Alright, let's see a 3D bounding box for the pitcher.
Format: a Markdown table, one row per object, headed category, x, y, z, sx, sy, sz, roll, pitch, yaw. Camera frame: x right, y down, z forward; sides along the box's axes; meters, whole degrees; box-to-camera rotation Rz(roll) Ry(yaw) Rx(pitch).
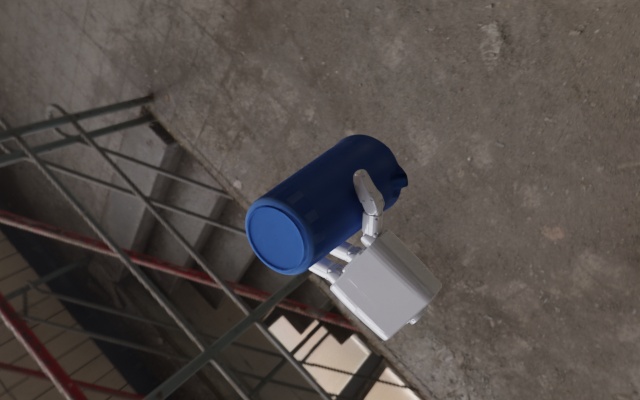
| category | x | y | z | sx | sy | sz | roll | pitch | yaw |
| --- | --- | --- | --- | --- | --- | --- | --- | --- | --- |
| pitcher | 0.000 | 0.002 | 0.681 | 0.242 | 0.145 | 0.149 | -35 | -12 | -49 |
